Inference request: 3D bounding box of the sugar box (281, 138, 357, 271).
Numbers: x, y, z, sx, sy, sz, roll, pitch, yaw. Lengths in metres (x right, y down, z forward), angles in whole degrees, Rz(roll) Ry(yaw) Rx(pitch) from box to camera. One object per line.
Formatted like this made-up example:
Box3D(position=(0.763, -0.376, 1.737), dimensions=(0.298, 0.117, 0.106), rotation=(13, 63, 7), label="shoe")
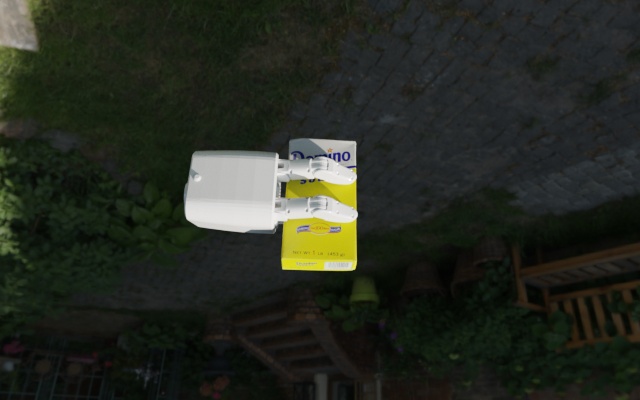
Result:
Box3D(position=(0.000, 0.002, 0.623), dimensions=(0.093, 0.176, 0.048), rotation=(2, -25, -2), label="sugar box")
